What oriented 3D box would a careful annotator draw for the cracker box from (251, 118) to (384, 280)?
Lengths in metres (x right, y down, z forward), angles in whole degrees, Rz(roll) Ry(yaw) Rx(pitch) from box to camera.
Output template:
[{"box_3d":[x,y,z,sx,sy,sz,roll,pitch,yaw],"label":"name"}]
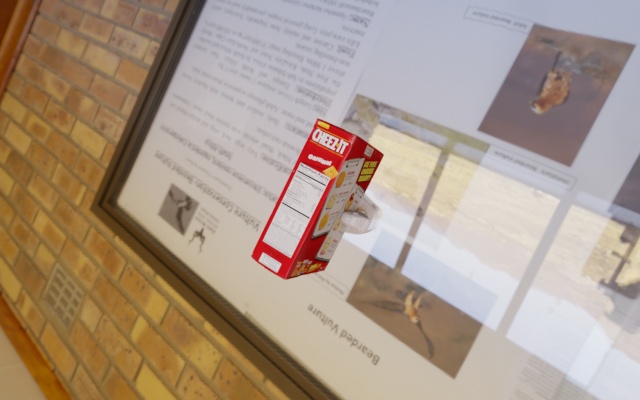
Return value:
[{"box_3d":[0.000,0.003,0.701,0.072,0.214,0.164,28,6,19],"label":"cracker box"}]
